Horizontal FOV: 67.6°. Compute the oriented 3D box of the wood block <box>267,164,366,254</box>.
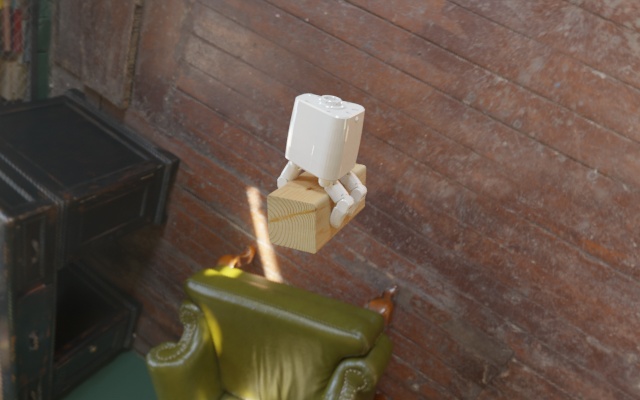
[{"bbox_3d":[0.000,0.002,0.848,0.091,0.090,0.206,11,25,25],"label":"wood block"}]
